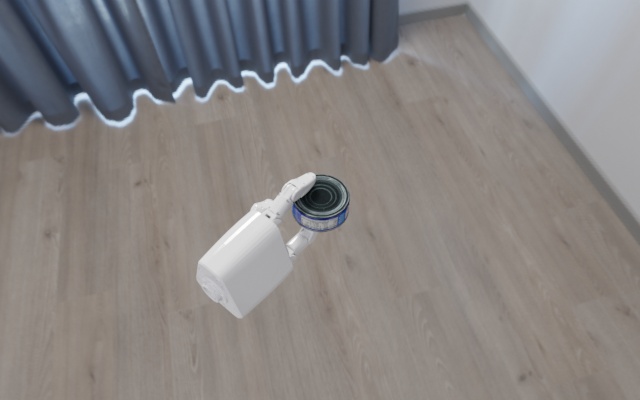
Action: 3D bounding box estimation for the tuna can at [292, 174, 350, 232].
[{"bbox_3d":[0.000,0.002,0.699,0.086,0.086,0.034,0,-39,-2],"label":"tuna can"}]
